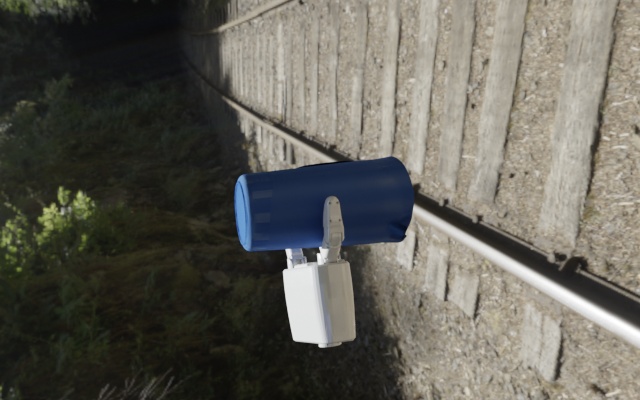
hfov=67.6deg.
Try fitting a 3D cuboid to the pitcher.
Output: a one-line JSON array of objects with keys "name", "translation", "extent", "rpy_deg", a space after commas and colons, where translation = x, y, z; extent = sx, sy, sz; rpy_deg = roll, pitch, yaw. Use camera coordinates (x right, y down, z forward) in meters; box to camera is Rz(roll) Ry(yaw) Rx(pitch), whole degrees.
[{"name": "pitcher", "translation": [0.000, 0.002, 0.705], "extent": [0.243, 0.145, 0.149], "rpy_deg": [-5, -7, -18]}]
